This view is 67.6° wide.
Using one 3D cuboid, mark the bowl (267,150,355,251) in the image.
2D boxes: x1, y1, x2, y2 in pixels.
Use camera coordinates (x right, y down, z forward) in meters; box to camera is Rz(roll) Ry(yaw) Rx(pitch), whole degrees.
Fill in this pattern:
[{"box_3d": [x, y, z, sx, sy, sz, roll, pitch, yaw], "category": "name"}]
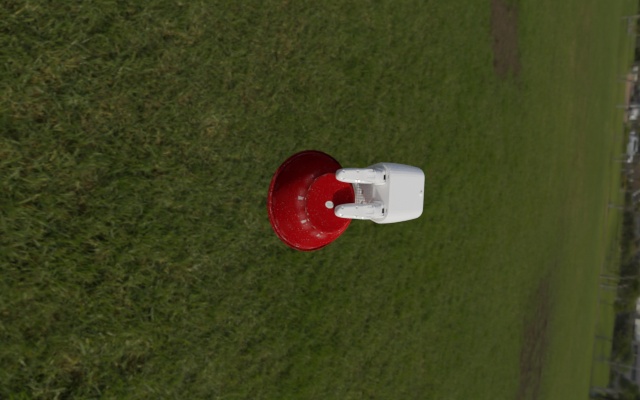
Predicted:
[{"box_3d": [-0.001, 0.003, 0.737, 0.162, 0.162, 0.055, 0, 4, -35], "category": "bowl"}]
